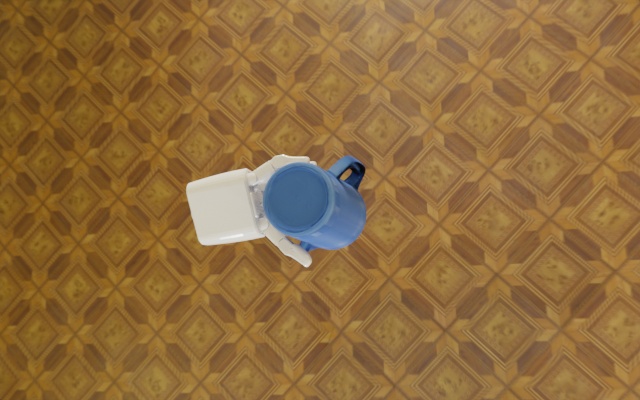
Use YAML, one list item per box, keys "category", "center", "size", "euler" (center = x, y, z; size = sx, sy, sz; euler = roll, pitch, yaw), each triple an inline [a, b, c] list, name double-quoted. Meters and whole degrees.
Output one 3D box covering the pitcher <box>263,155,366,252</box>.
- category: "pitcher"
  center: [0.000, 0.003, 0.782]
  size: [0.145, 0.149, 0.243]
  euler: [-8, -9, 12]
